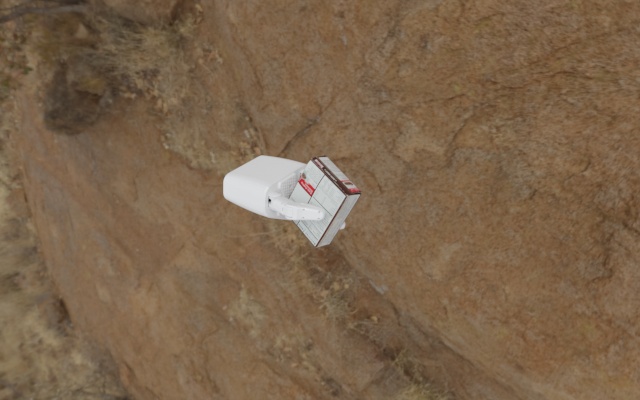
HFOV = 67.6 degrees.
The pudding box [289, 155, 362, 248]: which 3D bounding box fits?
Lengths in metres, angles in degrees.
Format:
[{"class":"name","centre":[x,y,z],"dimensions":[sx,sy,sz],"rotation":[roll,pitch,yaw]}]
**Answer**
[{"class":"pudding box","centre":[0.000,0.002,0.729],"dimensions":[0.039,0.113,0.090],"rotation":[-15,53,-46]}]
